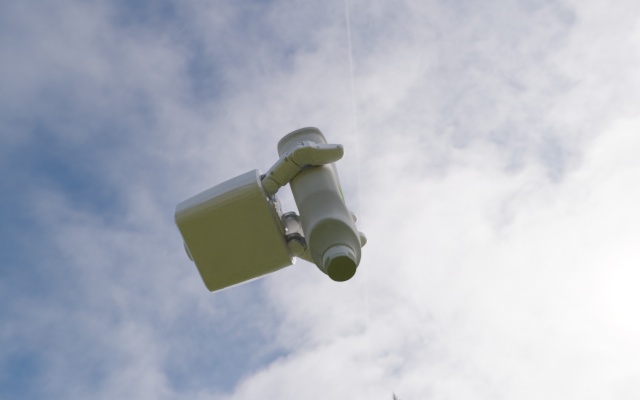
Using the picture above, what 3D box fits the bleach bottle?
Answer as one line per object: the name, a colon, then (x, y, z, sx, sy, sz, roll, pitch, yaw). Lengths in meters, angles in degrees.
bleach bottle: (0.000, 0.002, 0.542, 0.068, 0.103, 0.250, -22, 27, 2)
